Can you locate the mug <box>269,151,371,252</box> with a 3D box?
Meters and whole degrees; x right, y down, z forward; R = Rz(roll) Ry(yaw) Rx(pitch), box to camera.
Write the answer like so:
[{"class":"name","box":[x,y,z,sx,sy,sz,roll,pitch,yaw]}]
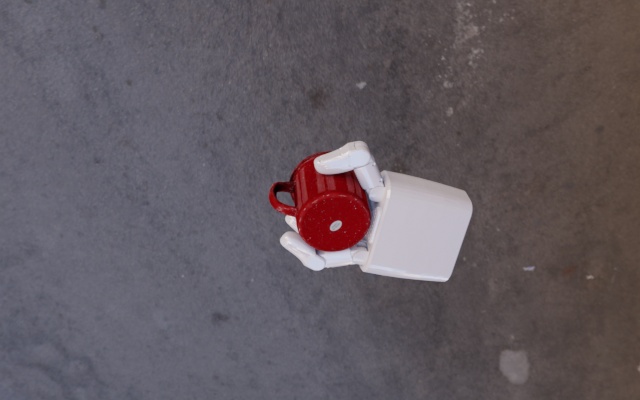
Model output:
[{"class":"mug","box":[-0.001,0.002,0.539,0.117,0.093,0.081,9,32,-12]}]
